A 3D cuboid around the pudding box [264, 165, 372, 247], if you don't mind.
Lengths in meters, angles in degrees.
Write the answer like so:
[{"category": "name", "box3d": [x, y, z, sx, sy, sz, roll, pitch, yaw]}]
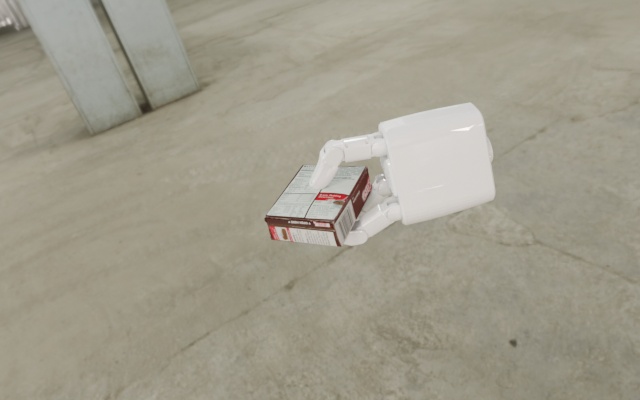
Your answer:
[{"category": "pudding box", "box3d": [0.000, 0.002, 0.557, 0.090, 0.039, 0.113, 3, 36, 26]}]
